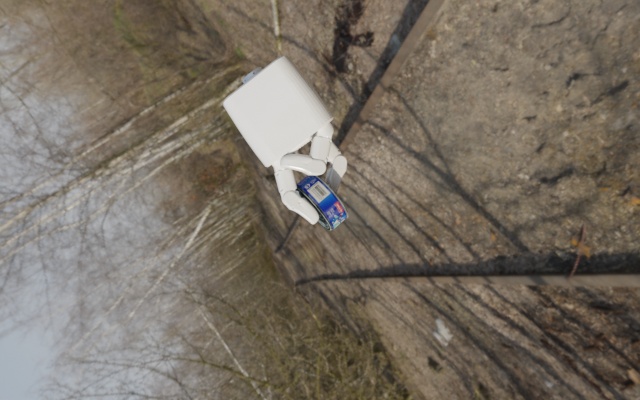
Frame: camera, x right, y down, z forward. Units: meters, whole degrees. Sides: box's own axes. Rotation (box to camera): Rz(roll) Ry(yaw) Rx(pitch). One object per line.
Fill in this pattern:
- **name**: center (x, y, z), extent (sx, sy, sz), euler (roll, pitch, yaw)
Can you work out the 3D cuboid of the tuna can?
- **tuna can**: center (0.000, 0.003, 0.693), extent (0.033, 0.086, 0.086), euler (-40, 9, -11)
